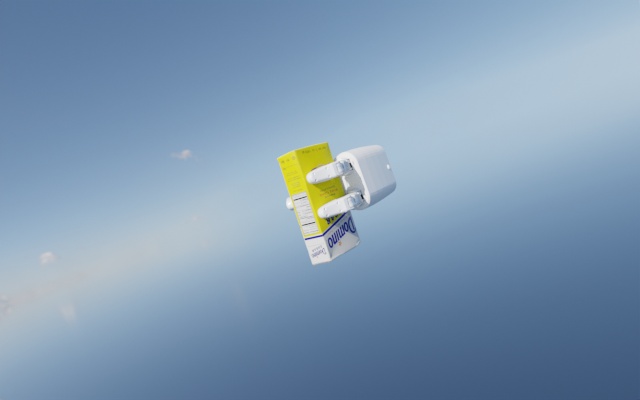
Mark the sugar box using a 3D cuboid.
[{"bbox_3d":[0.001,0.002,0.752,0.048,0.176,0.093,-19,3,38],"label":"sugar box"}]
